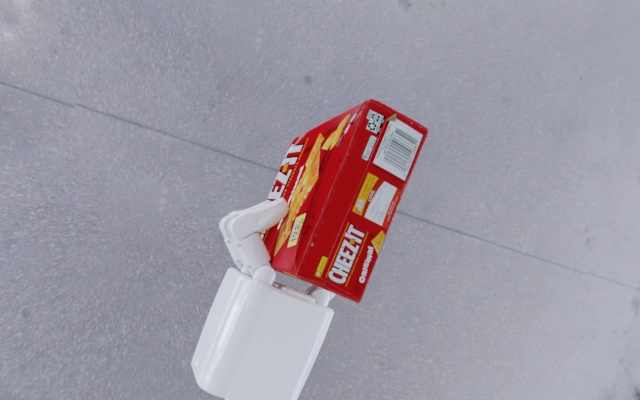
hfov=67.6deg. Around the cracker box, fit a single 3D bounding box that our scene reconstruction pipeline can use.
[{"bbox_3d":[0.000,0.002,0.488,0.072,0.164,0.213,26,-10,-18],"label":"cracker box"}]
